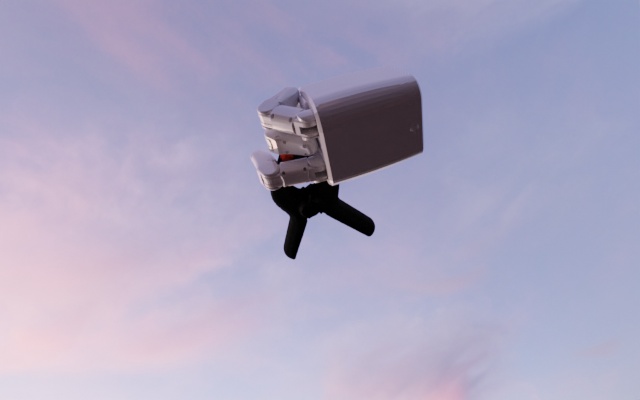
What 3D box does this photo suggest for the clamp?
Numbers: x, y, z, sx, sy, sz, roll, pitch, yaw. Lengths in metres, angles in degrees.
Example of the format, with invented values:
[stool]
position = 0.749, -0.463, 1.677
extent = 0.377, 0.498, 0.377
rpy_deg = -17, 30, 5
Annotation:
[clamp]
position = 0.000, 0.001, 0.566
extent = 0.120, 0.172, 0.039
rpy_deg = -16, 45, -3
